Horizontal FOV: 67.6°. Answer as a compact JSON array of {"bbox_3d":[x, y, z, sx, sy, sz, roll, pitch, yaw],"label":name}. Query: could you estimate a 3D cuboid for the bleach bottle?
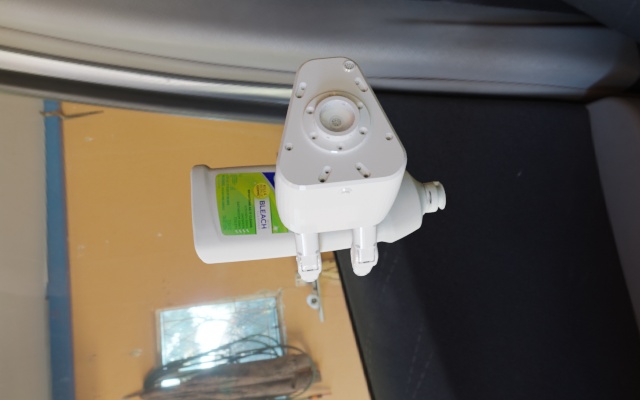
[{"bbox_3d":[0.000,0.002,0.492,0.251,0.102,0.068,-7,-19,-4],"label":"bleach bottle"}]
